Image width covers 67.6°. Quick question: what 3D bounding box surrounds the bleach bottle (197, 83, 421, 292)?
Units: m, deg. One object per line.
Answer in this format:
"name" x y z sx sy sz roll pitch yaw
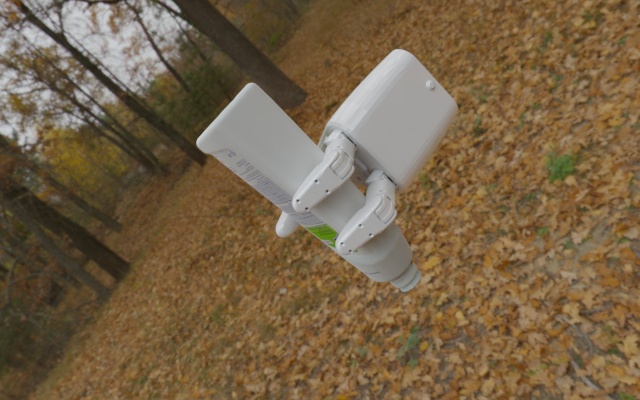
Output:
"bleach bottle" 0.000 0.002 0.466 0.251 0.068 0.102 42 -16 -16
